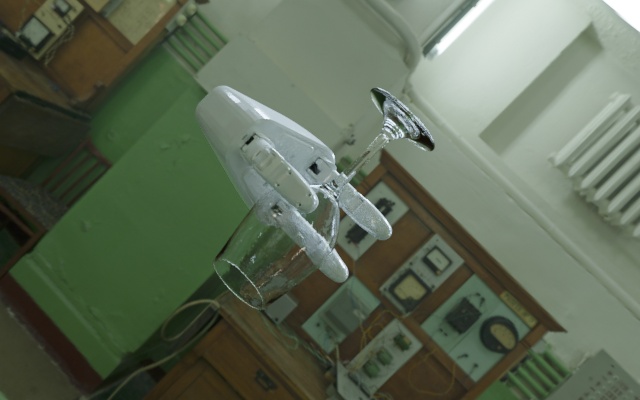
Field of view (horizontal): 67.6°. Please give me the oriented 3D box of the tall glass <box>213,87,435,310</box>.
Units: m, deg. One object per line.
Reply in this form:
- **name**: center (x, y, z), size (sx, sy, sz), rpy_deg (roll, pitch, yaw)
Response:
- **tall glass**: center (0.001, 0.001, 0.408), size (0.079, 0.201, 0.079), rpy_deg (45, 1, 0)
